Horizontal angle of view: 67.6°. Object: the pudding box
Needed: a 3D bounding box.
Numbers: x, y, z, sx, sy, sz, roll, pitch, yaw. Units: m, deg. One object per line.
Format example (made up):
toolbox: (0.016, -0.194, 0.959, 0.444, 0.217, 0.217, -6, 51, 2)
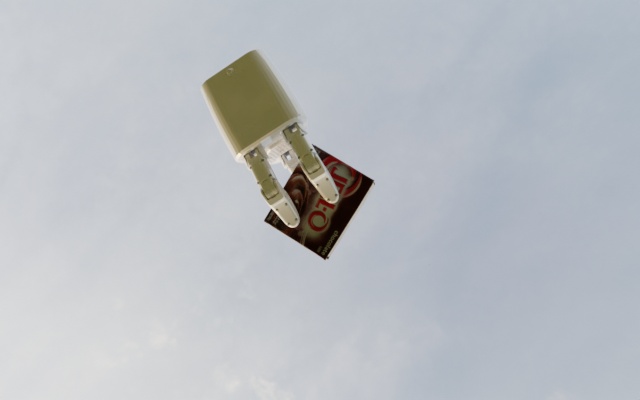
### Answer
pudding box: (0.000, 0.002, 0.579, 0.090, 0.113, 0.039, 31, 2, 12)
